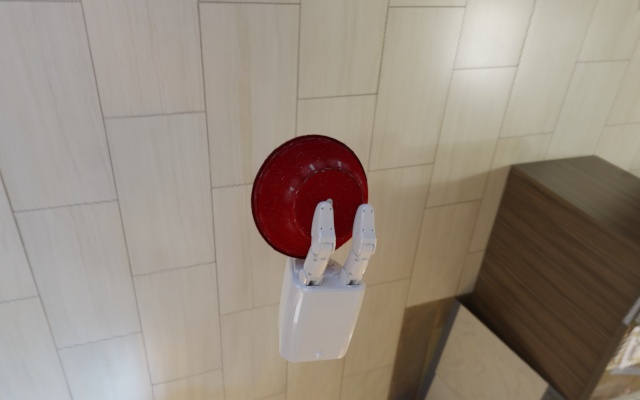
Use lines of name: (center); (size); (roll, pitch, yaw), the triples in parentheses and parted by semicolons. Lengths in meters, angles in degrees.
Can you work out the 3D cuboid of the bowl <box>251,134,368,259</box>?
bowl: (0.000, 0.001, 0.582); (0.162, 0.162, 0.055); (0, 11, -25)
